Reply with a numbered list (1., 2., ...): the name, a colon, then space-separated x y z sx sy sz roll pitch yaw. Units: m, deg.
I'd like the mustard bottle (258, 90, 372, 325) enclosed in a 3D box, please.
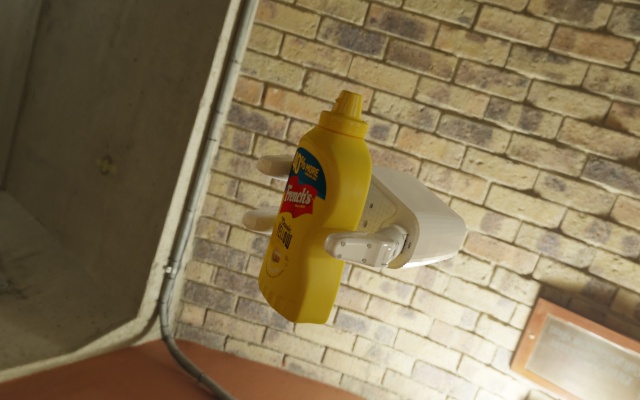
1. mustard bottle: 0.000 0.002 0.411 0.058 0.192 0.096 11 14 -26
